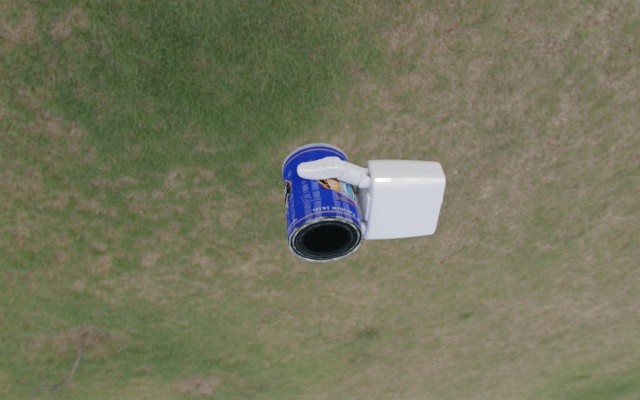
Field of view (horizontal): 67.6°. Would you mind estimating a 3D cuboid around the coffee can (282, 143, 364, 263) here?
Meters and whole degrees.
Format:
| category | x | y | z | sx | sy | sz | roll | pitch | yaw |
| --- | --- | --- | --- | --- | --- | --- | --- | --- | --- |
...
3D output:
| category | x | y | z | sx | sy | sz | roll | pitch | yaw |
| --- | --- | --- | --- | --- | --- | --- | --- | --- | --- |
| coffee can | 0.000 | 0.002 | 0.683 | 0.103 | 0.140 | 0.103 | -5 | -40 | -4 |
